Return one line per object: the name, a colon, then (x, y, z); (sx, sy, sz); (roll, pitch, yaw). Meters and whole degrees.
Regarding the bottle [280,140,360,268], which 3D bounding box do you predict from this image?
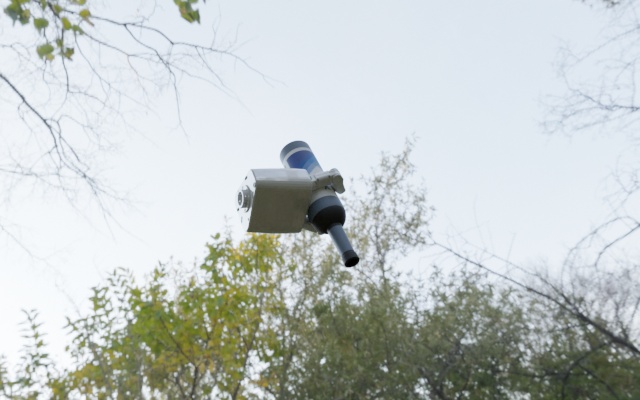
bottle: (0.000, 0.003, 0.880); (0.069, 0.069, 0.295); (0, 43, -29)
